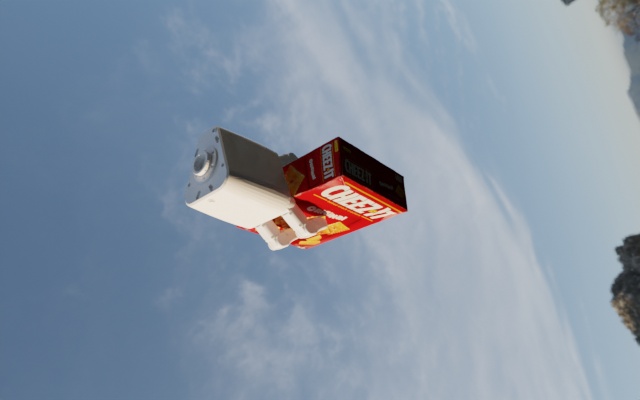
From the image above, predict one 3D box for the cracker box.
[{"bbox_3d":[0.000,0.002,0.736,0.214,0.072,0.164,-24,-32,35],"label":"cracker box"}]
